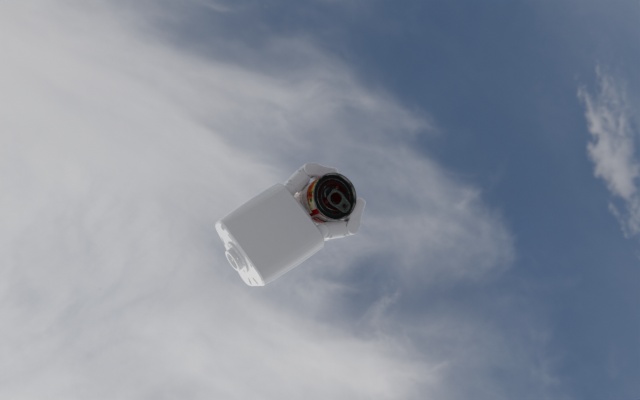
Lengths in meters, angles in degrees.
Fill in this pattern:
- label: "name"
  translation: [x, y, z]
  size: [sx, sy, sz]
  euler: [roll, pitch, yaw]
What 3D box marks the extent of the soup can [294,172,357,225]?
- label: "soup can"
  translation: [0.000, 0.002, 0.713]
  size: [0.068, 0.068, 0.102]
  euler: [0, -10, -25]
